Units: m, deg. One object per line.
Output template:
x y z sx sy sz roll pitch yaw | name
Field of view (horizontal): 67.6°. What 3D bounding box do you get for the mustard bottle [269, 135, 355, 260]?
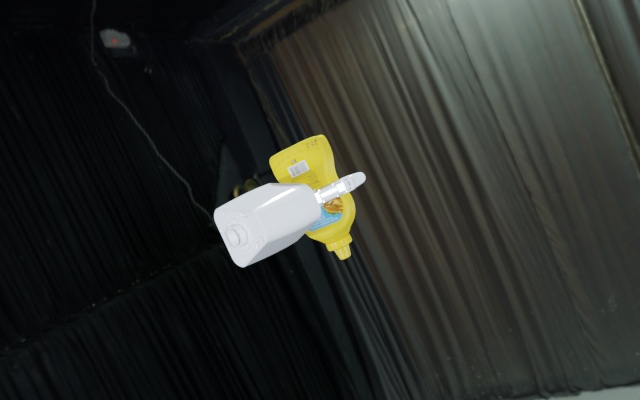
0.000 0.002 0.742 0.096 0.191 0.058 -23 3 23 | mustard bottle
